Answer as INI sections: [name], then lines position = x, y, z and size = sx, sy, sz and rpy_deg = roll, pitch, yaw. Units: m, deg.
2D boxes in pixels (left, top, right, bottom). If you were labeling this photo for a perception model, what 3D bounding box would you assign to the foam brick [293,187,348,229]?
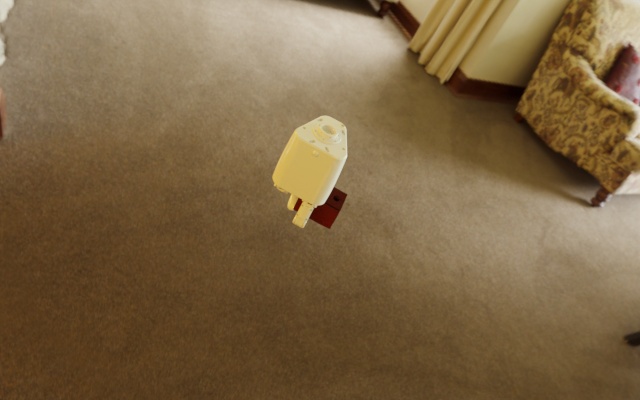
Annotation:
[foam brick]
position = 0.000, 0.003, 0.854
size = 0.078, 0.051, 0.053
rpy_deg = 28, 39, -1
